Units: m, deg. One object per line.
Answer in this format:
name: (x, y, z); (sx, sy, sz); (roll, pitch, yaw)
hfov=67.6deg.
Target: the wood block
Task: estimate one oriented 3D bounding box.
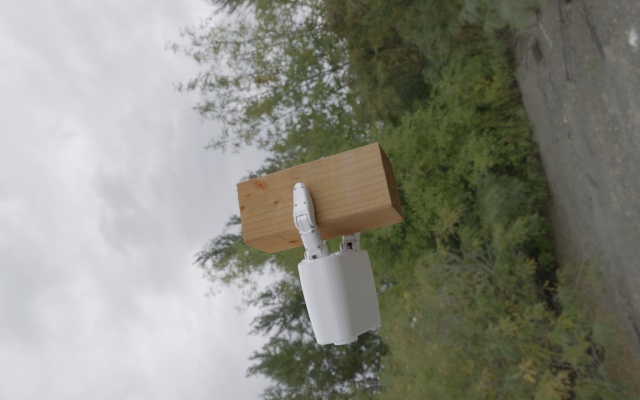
wood block: (0.000, 0.002, 0.662); (0.206, 0.090, 0.091); (-15, -20, 16)
